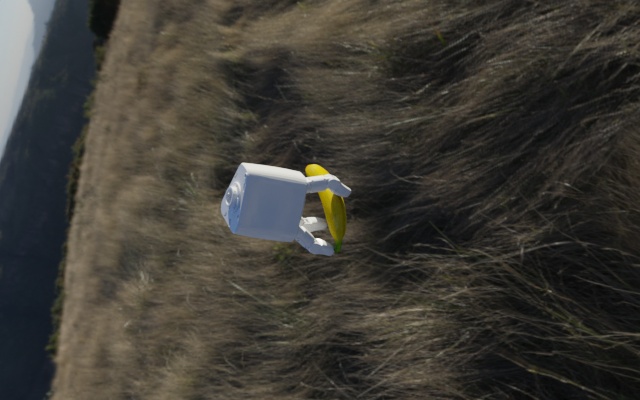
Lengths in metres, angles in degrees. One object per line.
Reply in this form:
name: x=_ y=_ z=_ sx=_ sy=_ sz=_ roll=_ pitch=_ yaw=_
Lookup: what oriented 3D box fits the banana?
banana: x=0.010 y=-0.006 z=0.873 sx=0.037 sy=0.197 sz=0.070 roll=6 pitch=-41 yaw=-31
